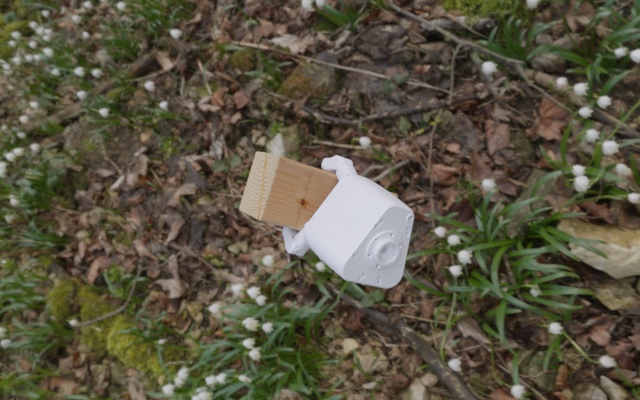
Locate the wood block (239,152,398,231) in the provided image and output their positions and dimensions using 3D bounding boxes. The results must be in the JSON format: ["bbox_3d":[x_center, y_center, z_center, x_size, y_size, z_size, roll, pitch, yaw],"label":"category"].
[{"bbox_3d":[0.000,0.002,0.707,0.206,0.091,0.090,16,1,-30],"label":"wood block"}]
